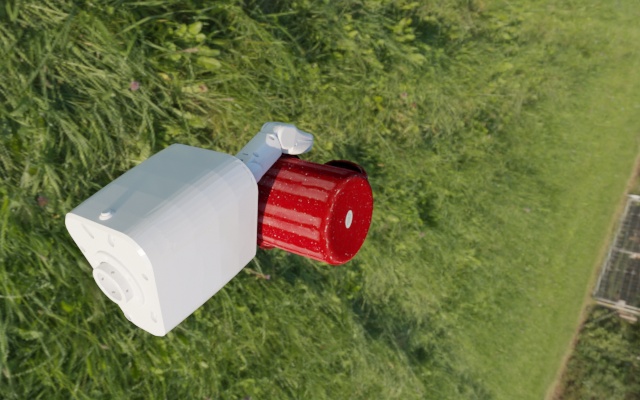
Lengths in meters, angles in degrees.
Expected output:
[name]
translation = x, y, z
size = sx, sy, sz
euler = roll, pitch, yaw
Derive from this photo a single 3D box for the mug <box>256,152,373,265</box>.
[mug]
translation = 0.001, 0.001, 0.429
size = 0.081, 0.093, 0.117
euler = 14, 42, 32
